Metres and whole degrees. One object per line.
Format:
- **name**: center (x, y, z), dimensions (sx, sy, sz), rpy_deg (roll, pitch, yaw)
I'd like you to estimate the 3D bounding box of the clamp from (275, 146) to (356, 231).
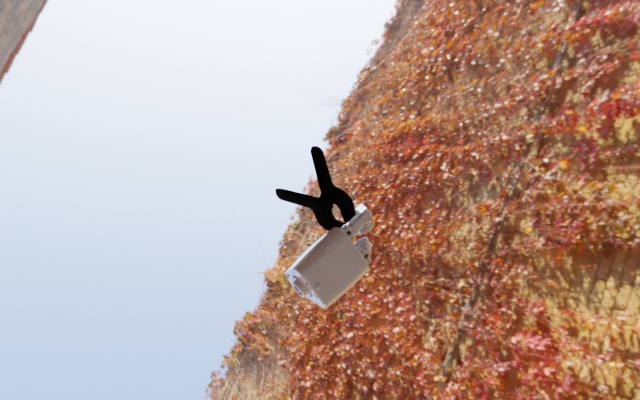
- **clamp**: center (0.000, 0.003, 0.843), dimensions (0.120, 0.171, 0.039), rpy_deg (-41, 14, -21)
